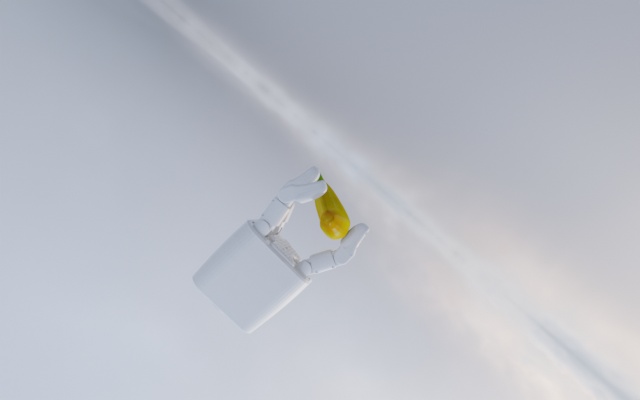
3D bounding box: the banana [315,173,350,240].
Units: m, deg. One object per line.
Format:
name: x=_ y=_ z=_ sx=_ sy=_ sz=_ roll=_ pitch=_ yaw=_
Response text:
banana: x=0.011 y=0.015 z=0.626 sx=0.037 sy=0.070 sz=0.197 roll=-36 pitch=19 yaw=5
